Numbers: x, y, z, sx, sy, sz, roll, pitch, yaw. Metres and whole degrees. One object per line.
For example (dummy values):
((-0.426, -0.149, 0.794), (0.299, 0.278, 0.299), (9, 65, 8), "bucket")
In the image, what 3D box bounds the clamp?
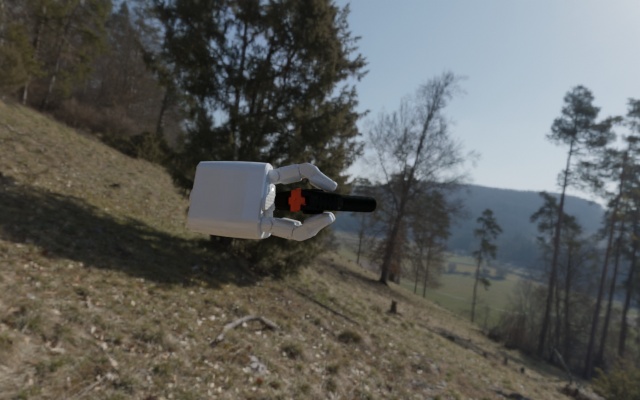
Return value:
((0.000, 0.001, 0.687), (0.164, 0.036, 0.210), (1, -1, 5), "clamp")
